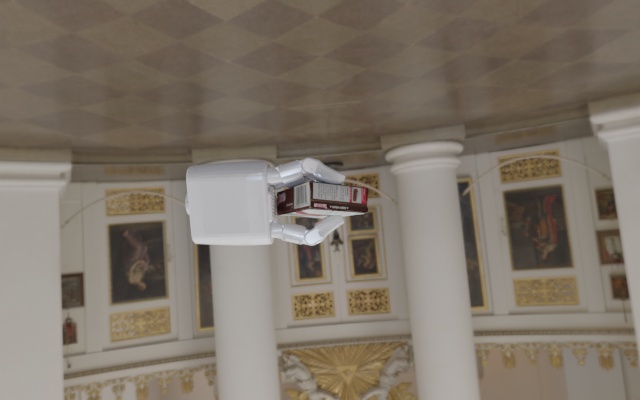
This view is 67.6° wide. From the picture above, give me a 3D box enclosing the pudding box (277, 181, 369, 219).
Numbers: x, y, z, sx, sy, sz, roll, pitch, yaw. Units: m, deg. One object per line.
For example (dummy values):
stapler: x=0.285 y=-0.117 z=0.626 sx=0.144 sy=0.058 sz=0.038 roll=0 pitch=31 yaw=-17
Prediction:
pudding box: x=0.000 y=0.002 z=0.662 sx=0.090 sy=0.039 sz=0.113 roll=4 pitch=-7 yaw=-27
